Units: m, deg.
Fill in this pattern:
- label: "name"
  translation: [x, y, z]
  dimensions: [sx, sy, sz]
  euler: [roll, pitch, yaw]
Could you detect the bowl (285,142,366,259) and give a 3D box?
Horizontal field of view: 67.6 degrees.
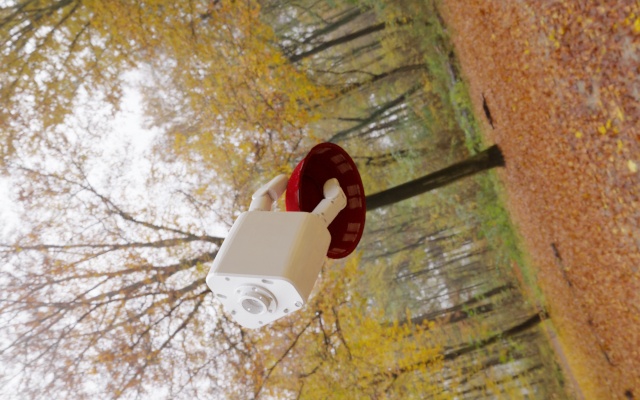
- label: "bowl"
  translation: [0.000, 0.002, 0.671]
  dimensions: [0.055, 0.162, 0.162]
  euler: [-7, -4, 36]
